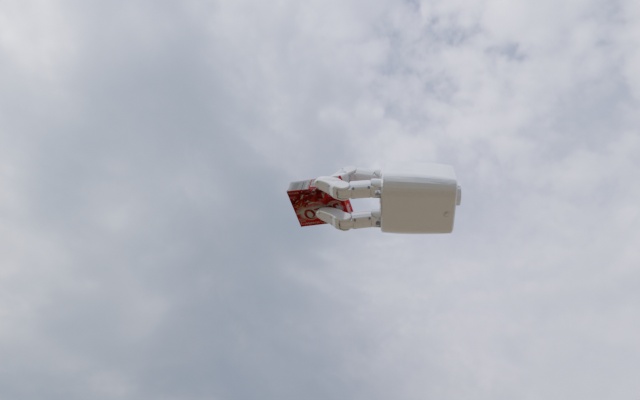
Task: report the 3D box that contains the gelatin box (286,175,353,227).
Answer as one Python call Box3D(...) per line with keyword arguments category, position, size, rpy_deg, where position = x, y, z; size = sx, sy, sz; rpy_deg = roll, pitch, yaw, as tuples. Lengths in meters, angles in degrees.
Box3D(category="gelatin box", position=(0.000, 0.002, 0.756), size=(0.089, 0.073, 0.030), rpy_deg=(-7, 35, 20))
